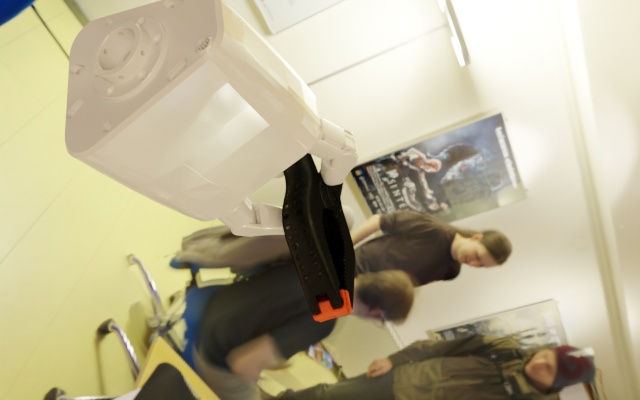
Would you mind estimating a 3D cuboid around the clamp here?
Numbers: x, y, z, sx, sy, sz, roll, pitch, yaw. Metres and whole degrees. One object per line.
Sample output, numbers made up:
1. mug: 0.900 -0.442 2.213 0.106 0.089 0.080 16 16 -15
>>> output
1. clamp: 0.001 0.002 0.419 0.036 0.210 0.165 -21 -26 20
